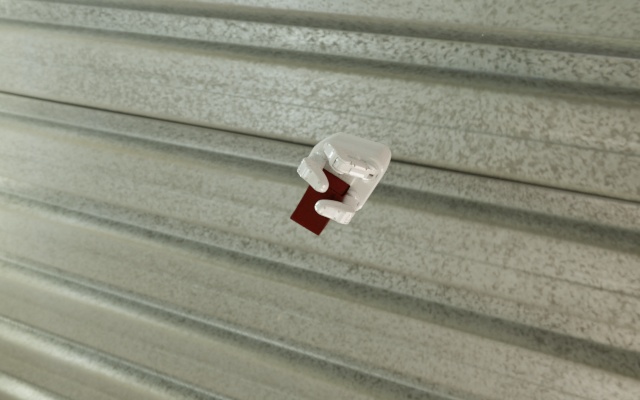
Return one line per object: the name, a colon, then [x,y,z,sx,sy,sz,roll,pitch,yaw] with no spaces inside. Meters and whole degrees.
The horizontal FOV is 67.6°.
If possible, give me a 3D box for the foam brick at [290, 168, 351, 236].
foam brick: [0.000,0.003,0.713,0.053,0.078,0.051,33,25,3]
